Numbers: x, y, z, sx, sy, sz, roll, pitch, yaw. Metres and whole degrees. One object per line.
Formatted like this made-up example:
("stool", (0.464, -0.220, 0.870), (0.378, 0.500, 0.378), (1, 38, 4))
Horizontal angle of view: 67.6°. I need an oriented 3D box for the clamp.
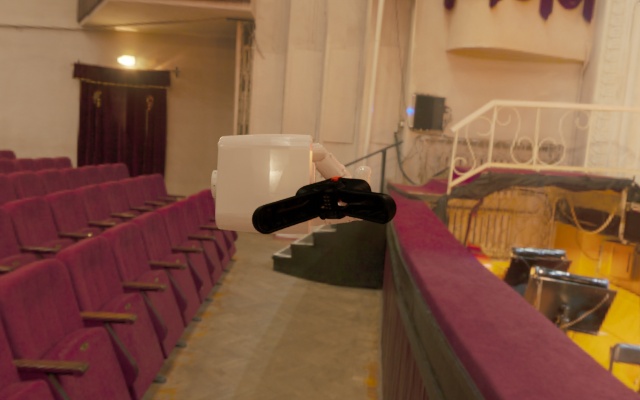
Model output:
("clamp", (0.000, 0.001, 0.462), (0.120, 0.039, 0.171), (-1, 6, -2))
